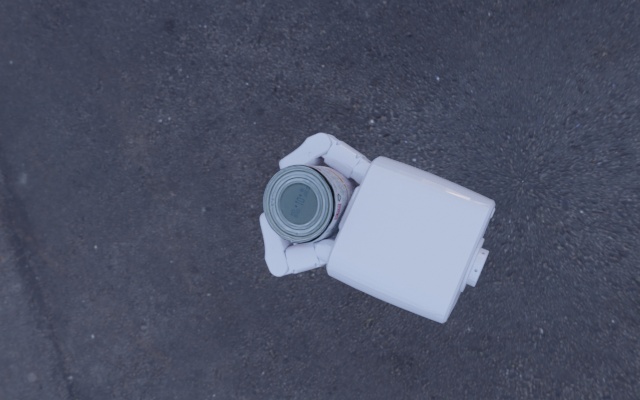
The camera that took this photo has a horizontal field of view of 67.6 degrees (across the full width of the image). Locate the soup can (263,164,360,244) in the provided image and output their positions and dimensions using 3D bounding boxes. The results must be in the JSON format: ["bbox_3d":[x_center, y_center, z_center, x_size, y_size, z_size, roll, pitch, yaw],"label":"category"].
[{"bbox_3d":[0.000,0.001,0.441,0.068,0.068,0.102,0,2,23],"label":"soup can"}]
